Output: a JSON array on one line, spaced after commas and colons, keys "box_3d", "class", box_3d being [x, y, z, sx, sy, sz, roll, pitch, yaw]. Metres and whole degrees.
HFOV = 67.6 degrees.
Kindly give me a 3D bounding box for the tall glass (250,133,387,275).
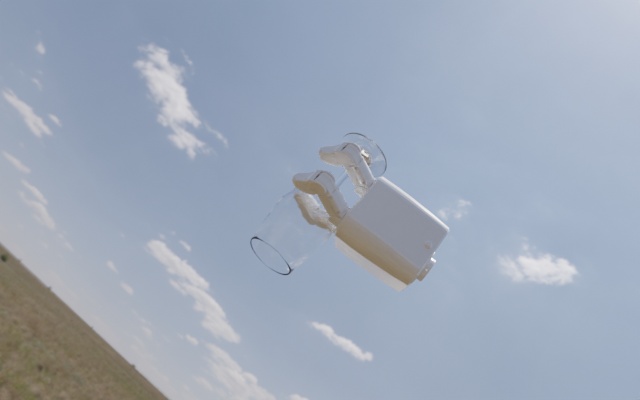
[{"box_3d": [0.000, 0.001, 0.605, 0.079, 0.079, 0.201, 0, 40, 52], "class": "tall glass"}]
